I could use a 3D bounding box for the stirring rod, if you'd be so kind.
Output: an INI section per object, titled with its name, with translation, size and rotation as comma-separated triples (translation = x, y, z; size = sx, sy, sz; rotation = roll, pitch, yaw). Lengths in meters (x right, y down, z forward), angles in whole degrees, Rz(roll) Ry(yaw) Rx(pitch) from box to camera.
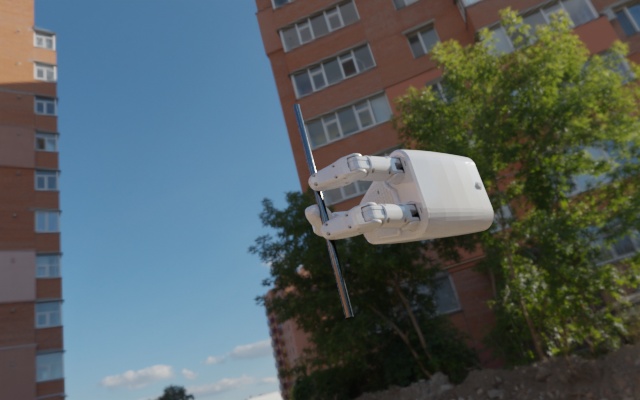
[stirring rod]
translation = 0.000, 0.002, 0.492
size = 0.011, 0.239, 0.011
rotation = -12, -22, -5
